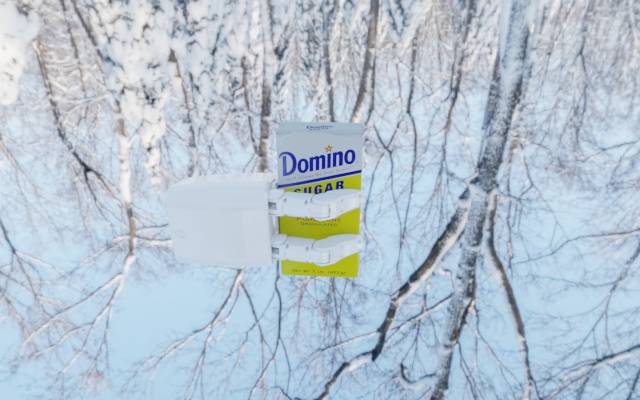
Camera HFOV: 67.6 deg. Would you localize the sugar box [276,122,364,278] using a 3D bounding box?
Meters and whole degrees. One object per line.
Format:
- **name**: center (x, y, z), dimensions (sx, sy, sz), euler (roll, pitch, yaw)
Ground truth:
- **sugar box**: center (0.000, 0.002, 0.537), dimensions (0.093, 0.176, 0.048), euler (1, 27, 4)
